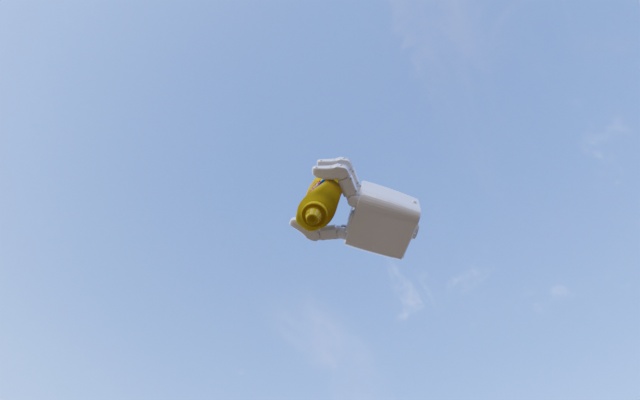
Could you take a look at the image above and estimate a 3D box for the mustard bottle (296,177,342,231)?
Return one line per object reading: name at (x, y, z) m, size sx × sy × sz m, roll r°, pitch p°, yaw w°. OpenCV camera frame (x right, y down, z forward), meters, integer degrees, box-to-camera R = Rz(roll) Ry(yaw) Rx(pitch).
mustard bottle at (0.000, 0.002, 0.811) m, size 0.058 × 0.096 × 0.191 m, roll 39°, pitch 18°, yaw -5°
